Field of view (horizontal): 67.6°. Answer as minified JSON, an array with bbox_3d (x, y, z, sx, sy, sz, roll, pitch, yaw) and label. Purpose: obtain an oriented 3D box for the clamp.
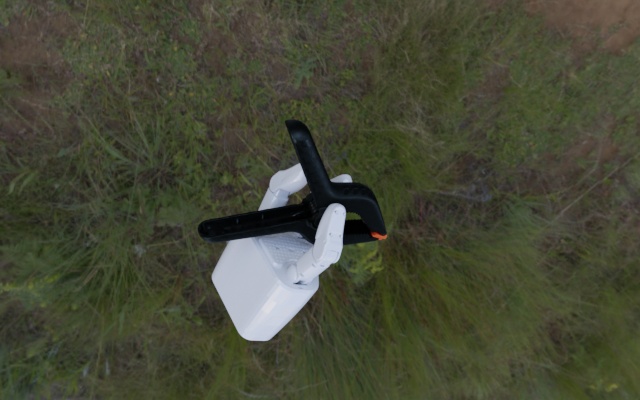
[{"bbox_3d":[0.001,0.003,0.501,0.210,0.036,0.165,13,-48,-34],"label":"clamp"}]
